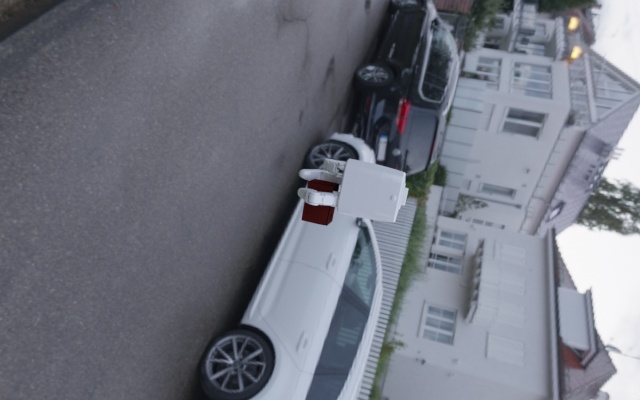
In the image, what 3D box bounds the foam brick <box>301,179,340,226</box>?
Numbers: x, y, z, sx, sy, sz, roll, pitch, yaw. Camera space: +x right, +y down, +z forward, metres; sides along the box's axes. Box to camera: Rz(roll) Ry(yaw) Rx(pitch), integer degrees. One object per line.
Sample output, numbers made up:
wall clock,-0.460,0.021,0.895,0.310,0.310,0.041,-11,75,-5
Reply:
foam brick,0.000,0.003,0.898,0.051,0.078,0.053,13,10,10
